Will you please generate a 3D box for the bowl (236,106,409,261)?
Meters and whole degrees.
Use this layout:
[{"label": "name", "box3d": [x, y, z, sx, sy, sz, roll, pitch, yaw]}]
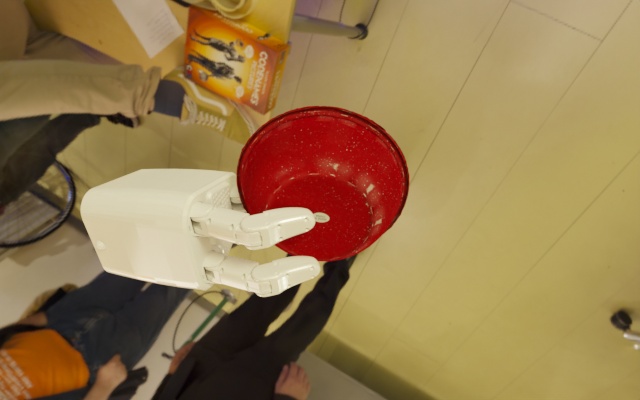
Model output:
[{"label": "bowl", "box3d": [0.001, 0.001, 0.424, 0.162, 0.162, 0.055, 0, 34, 4]}]
